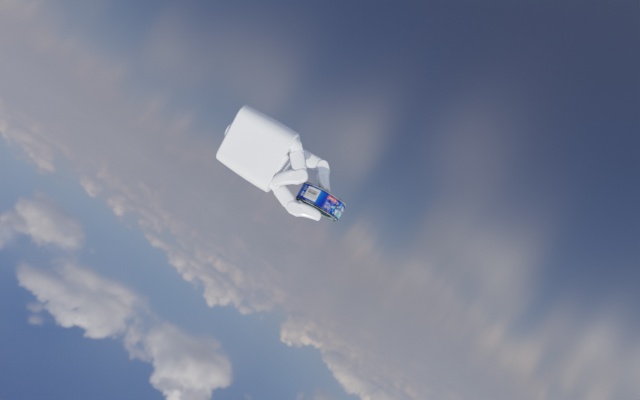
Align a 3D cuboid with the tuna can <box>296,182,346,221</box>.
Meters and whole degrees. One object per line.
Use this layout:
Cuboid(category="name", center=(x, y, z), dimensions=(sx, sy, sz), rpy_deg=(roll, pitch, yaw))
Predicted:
Cuboid(category="tuna can", center=(0.000, 0.003, 0.840), dimensions=(0.086, 0.033, 0.086), rpy_deg=(28, -8, 4))
